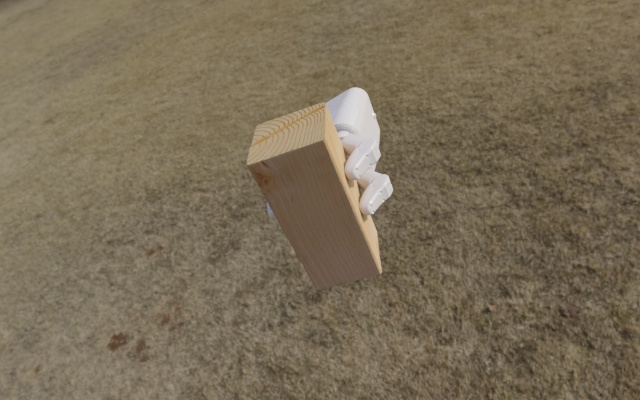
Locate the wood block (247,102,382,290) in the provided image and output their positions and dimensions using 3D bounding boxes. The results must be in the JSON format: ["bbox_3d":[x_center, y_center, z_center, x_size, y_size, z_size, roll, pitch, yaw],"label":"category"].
[{"bbox_3d":[0.000,0.002,0.580,0.091,0.206,0.090,-16,35,13],"label":"wood block"}]
